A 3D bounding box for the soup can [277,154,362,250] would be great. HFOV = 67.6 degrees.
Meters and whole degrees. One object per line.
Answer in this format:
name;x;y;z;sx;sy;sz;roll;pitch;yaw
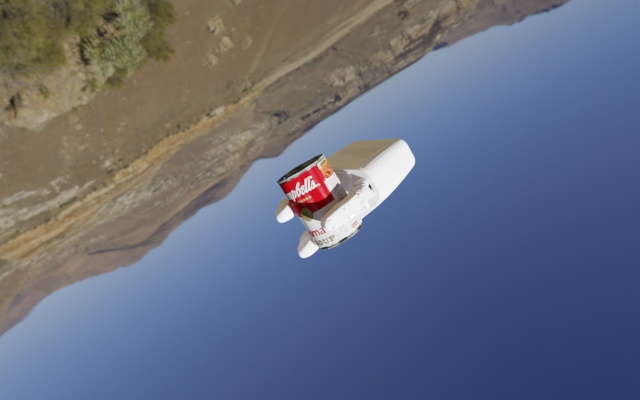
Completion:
soup can;0.000;0.002;0.602;0.068;0.102;0.068;-30;11;6
